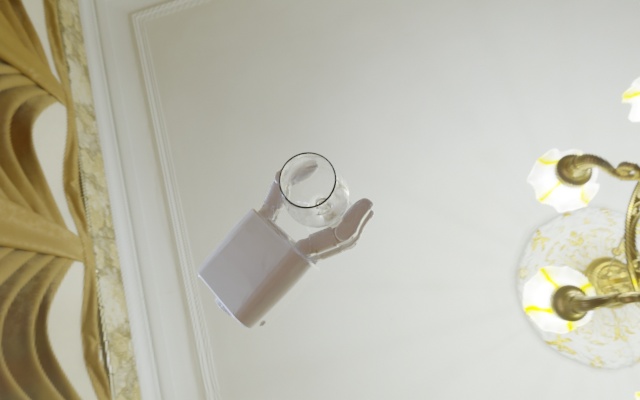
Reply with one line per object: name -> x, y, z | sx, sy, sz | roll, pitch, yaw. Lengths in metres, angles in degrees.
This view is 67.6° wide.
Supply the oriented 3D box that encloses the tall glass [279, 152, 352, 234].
tall glass -> 0.000, 0.002, 0.595 | 0.079, 0.079, 0.201 | 0, -14, 8
